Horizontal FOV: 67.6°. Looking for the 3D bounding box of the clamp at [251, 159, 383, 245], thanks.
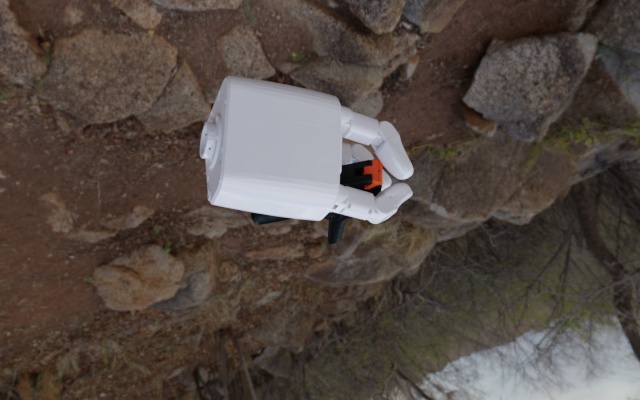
[{"bbox_3d":[0.000,0.002,0.521,0.120,0.039,0.171,8,-31,-24],"label":"clamp"}]
